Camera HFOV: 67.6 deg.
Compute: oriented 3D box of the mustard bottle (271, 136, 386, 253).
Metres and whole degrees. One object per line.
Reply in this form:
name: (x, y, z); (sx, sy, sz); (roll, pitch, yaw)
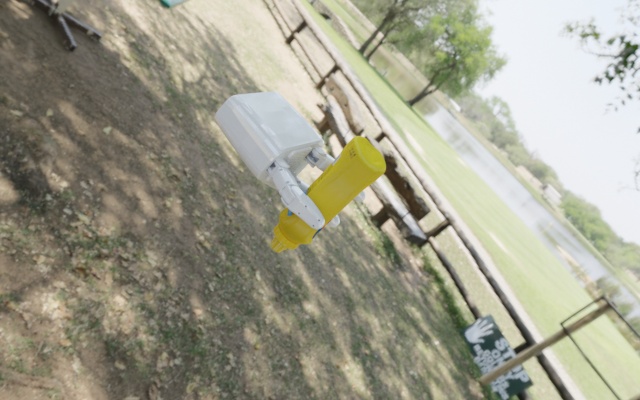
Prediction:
mustard bottle: (0.001, 0.002, 0.629); (0.192, 0.058, 0.096); (-45, 10, 20)
